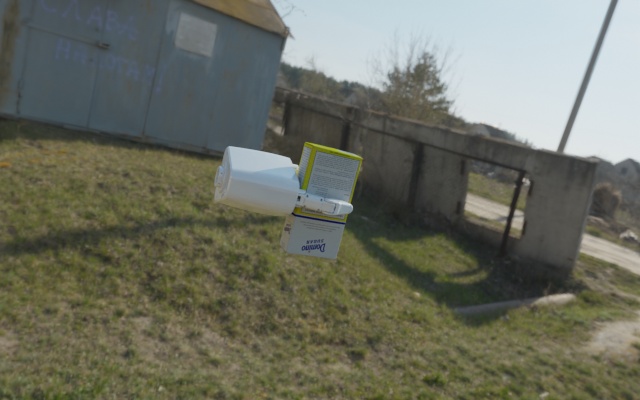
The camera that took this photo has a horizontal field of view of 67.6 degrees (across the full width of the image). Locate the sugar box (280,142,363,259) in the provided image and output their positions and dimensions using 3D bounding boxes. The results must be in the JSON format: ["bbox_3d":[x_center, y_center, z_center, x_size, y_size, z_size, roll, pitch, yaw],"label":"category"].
[{"bbox_3d":[0.000,0.002,0.775,0.093,0.176,0.048,11,12,-24],"label":"sugar box"}]
